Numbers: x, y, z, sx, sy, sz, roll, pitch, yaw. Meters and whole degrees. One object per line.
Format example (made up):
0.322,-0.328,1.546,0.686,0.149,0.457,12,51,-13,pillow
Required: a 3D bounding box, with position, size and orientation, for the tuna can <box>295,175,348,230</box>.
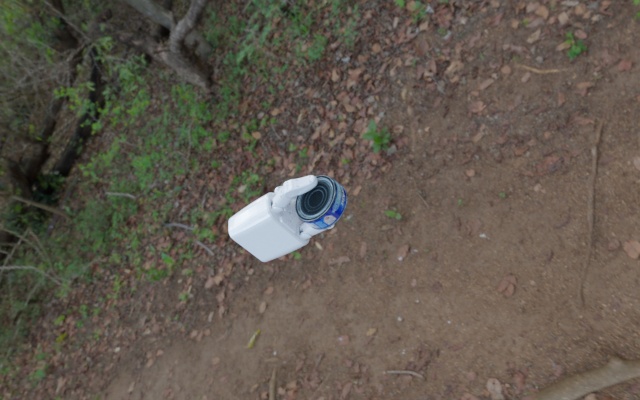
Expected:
0.000,0.002,0.781,0.086,0.086,0.034,0,-25,41,tuna can
